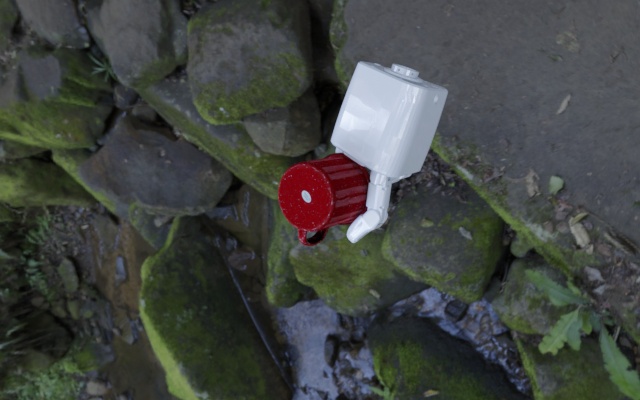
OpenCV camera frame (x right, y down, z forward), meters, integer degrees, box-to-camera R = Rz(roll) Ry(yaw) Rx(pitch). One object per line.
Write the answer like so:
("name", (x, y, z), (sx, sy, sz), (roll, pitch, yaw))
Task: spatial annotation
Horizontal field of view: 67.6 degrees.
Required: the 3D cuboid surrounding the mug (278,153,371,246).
("mug", (-0.001, 0.003, 0.580), (0.093, 0.117, 0.081), (29, 24, 28))
